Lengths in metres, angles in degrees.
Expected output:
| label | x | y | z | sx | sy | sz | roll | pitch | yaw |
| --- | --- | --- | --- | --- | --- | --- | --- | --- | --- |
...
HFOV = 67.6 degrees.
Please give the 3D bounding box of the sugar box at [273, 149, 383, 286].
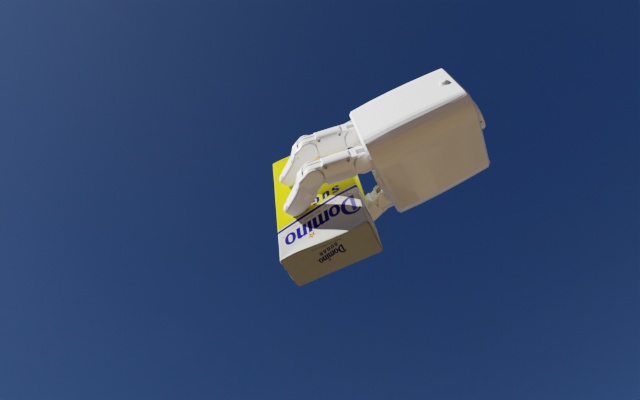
| label | x | y | z | sx | sy | sz | roll | pitch | yaw |
| --- | --- | --- | --- | --- | --- | --- | --- | --- | --- |
| sugar box | 0.000 | 0.001 | 0.512 | 0.093 | 0.048 | 0.176 | -25 | 33 | 8 |
